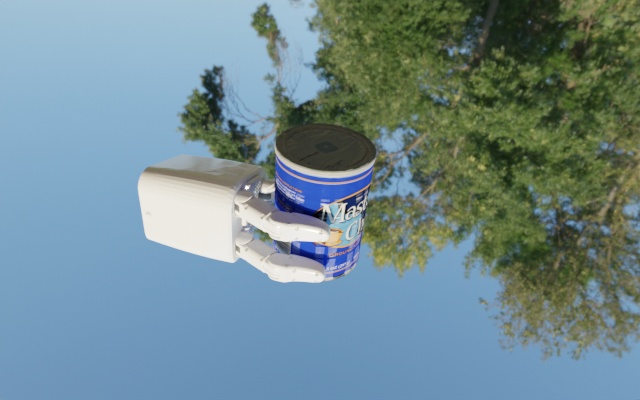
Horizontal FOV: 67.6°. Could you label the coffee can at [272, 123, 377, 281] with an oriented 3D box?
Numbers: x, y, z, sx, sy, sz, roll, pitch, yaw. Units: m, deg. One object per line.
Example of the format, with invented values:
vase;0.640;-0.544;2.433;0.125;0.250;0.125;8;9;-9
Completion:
coffee can;0.000;0.002;0.519;0.103;0.140;0.102;4;35;-3
